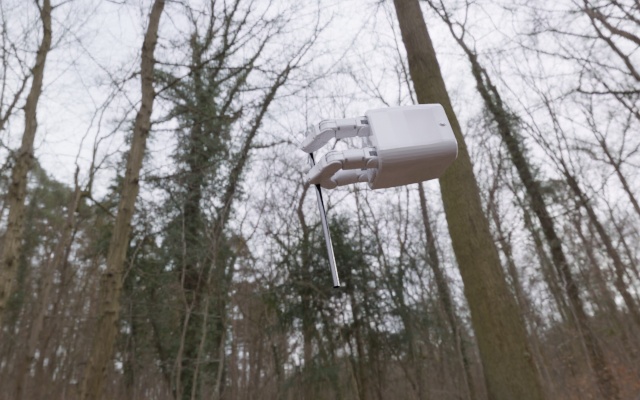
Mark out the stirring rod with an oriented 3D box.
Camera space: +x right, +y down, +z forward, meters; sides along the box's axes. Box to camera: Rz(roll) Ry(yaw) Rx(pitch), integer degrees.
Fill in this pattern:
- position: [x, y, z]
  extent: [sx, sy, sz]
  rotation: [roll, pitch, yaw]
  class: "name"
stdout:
- position: [0.000, 0.002, 0.627]
  extent: [0.011, 0.239, 0.011]
  rotation: [-8, -32, -5]
  class: "stirring rod"
